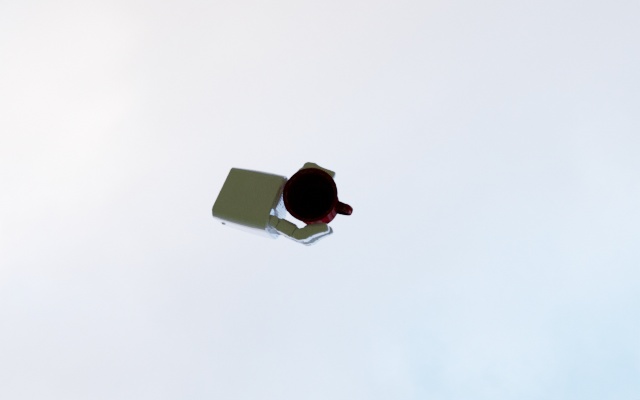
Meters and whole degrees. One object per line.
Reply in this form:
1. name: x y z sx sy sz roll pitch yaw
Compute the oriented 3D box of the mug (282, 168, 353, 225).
1. mug: 0.002 0.003 0.819 0.117 0.093 0.081 14 -11 12
